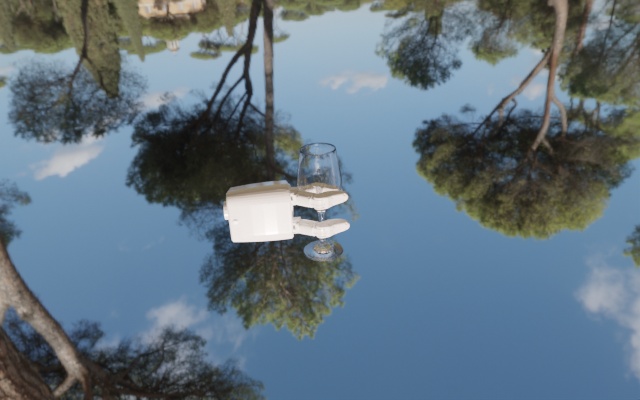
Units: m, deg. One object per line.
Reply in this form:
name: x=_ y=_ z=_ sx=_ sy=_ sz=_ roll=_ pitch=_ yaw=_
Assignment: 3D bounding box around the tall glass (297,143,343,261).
tall glass: x=0.000 y=0.003 z=0.844 sx=0.079 sy=0.201 sz=0.079 roll=-2 pitch=25 yaw=1
